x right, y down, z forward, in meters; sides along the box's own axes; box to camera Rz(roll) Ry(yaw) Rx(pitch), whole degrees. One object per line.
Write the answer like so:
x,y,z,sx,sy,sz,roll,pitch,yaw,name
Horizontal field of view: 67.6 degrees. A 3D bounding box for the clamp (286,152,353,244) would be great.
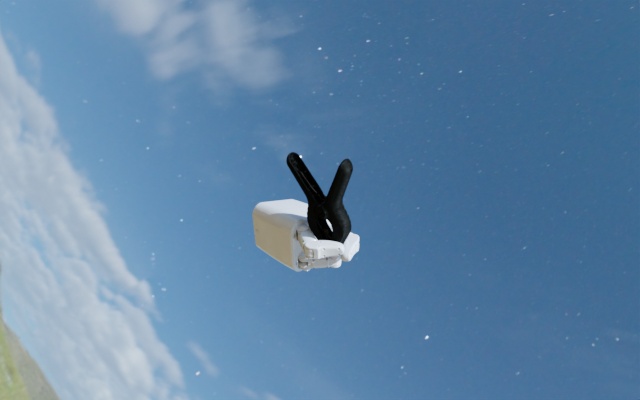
0.001,0.002,0.735,0.039,0.172,0.120,-26,37,-38,clamp
